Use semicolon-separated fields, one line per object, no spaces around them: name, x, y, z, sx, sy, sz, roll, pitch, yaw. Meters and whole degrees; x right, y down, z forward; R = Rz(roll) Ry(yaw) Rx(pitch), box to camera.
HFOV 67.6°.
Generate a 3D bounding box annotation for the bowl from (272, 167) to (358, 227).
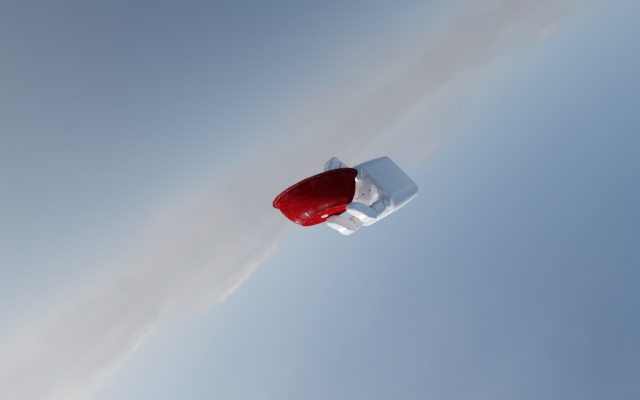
bowl;-0.001;0.003;0.835;0.162;0.055;0.162;-20;-14;-5
